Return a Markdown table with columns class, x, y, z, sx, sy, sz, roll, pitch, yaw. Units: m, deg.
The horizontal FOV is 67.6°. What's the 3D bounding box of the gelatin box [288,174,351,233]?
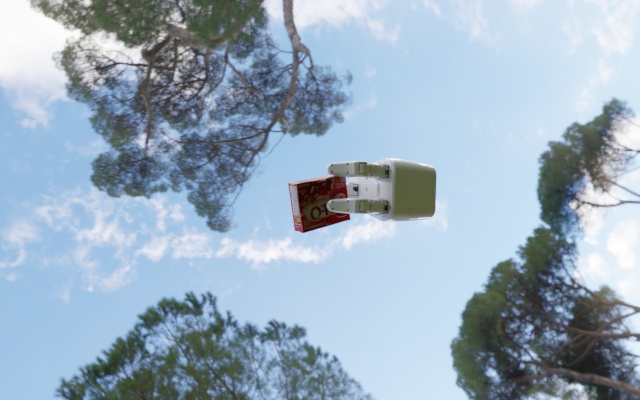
| class | x | y | z | sx | sy | sz | roll | pitch | yaw |
| --- | --- | --- | --- | --- | --- | --- | --- | --- | --- |
| gelatin box | 0.000 | 0.002 | 0.709 | 0.089 | 0.073 | 0.030 | -13 | 12 | -31 |
